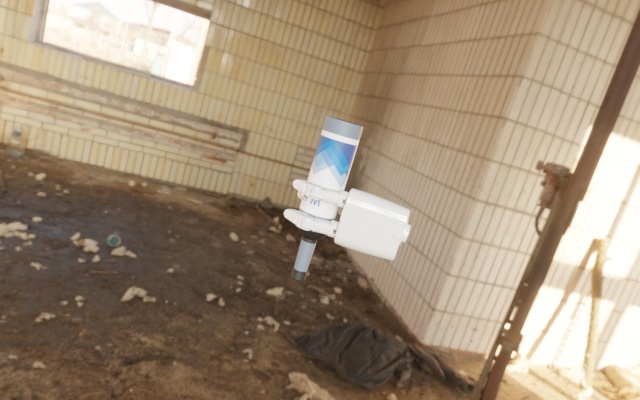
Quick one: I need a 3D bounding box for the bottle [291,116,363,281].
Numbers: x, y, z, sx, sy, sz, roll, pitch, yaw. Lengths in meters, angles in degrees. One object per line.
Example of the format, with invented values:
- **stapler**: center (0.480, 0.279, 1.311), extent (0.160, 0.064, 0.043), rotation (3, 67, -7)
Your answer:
- **bottle**: center (0.000, 0.002, 0.844), extent (0.069, 0.296, 0.069), rotation (16, 11, -3)
